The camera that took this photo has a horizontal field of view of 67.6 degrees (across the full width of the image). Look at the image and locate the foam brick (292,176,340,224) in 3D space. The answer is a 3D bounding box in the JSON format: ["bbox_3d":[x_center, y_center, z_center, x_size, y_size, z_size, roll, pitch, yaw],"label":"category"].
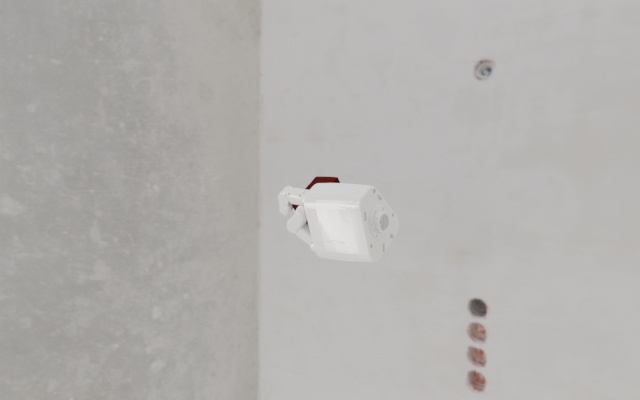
[{"bbox_3d":[0.000,0.002,0.797,0.051,0.053,0.078,1,39,41],"label":"foam brick"}]
